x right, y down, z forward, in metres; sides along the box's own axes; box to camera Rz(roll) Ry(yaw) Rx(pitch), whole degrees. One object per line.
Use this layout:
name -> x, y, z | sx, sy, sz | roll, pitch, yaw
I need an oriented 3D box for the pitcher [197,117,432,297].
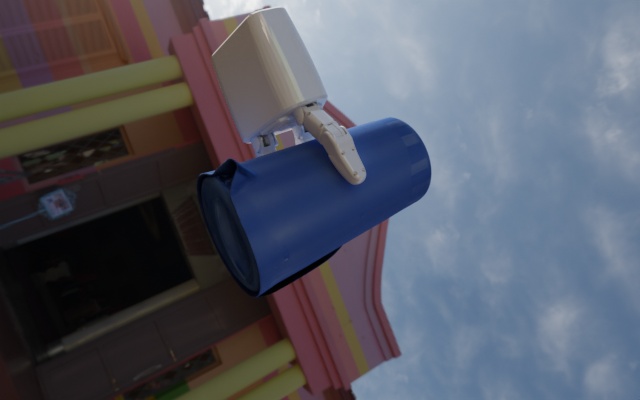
pitcher -> 0.000, 0.002, 0.529 | 0.243, 0.145, 0.149 | -24, -1, -26
